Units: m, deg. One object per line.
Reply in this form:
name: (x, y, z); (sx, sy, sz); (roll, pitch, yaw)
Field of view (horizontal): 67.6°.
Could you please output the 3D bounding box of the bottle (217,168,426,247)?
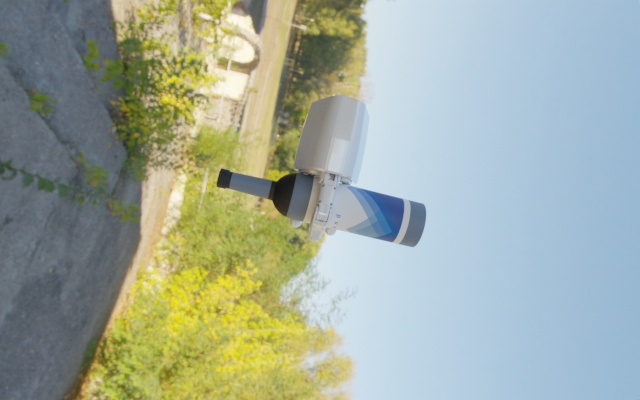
bottle: (0.000, 0.002, 0.684); (0.296, 0.069, 0.069); (14, -2, -6)
